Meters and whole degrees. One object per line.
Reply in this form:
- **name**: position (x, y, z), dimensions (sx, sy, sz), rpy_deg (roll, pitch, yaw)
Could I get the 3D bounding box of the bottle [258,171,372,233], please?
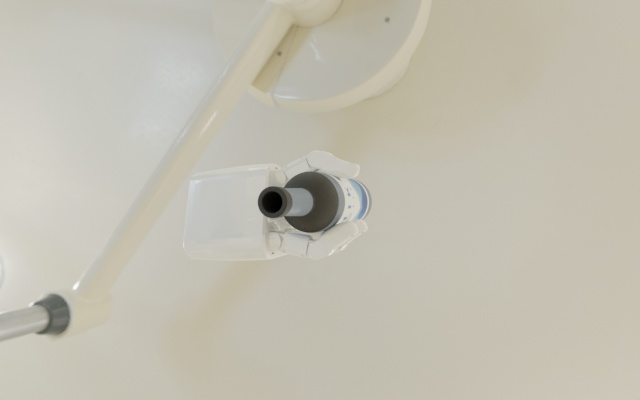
- **bottle**: position (0.000, 0.002, 0.546), dimensions (0.069, 0.069, 0.296), rpy_deg (0, 0, 16)
